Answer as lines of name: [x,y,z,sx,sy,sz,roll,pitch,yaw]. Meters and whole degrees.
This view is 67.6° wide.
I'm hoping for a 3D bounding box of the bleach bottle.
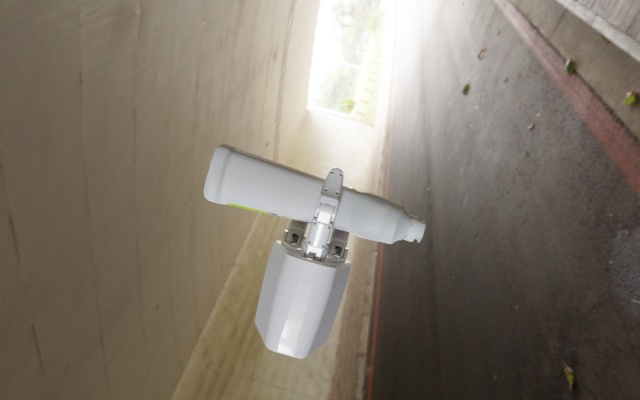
bleach bottle: [0.000,0.002,0.560,0.251,0.068,0.102,16,0,0]
